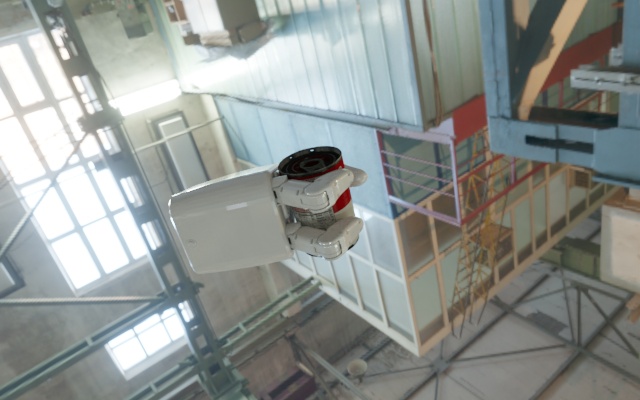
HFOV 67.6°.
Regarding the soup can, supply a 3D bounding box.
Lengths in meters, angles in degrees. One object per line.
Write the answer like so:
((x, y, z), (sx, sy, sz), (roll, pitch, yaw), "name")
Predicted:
((0.001, 0.002, 0.513), (0.068, 0.102, 0.068), (-12, 26, 6), "soup can")
